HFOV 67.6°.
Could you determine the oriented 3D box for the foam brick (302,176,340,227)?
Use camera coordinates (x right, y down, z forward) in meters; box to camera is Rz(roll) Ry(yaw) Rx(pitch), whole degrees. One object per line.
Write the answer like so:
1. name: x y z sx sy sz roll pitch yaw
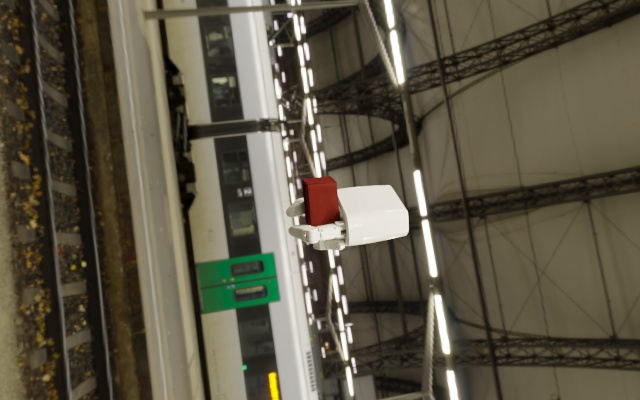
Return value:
1. foam brick: 0.000 0.002 0.796 0.051 0.078 0.053 -7 16 -8
